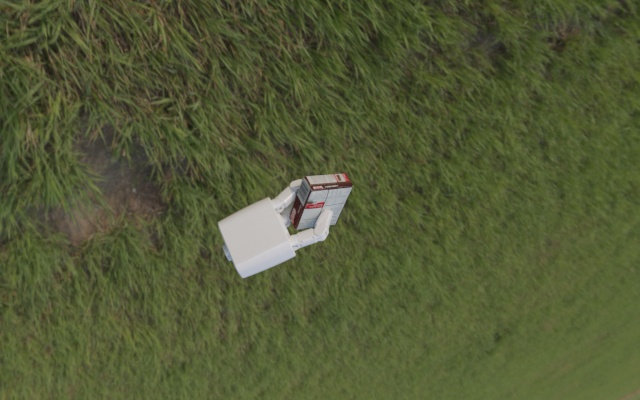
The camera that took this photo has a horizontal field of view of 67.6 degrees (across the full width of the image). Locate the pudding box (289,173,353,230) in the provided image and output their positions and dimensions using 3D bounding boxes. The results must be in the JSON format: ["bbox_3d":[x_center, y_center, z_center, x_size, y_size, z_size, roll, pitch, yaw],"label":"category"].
[{"bbox_3d":[0.000,0.003,0.885,0.090,0.039,0.114,-7,-38,-28],"label":"pudding box"}]
